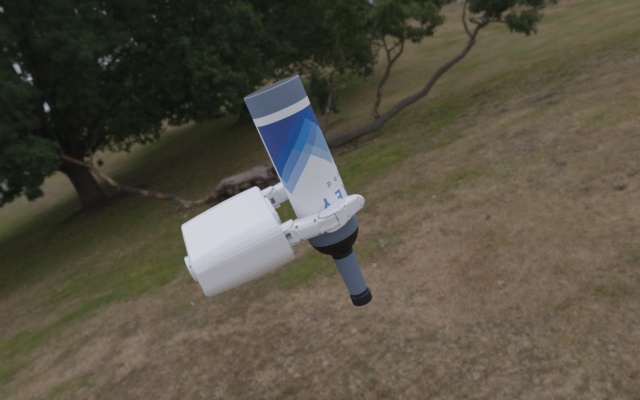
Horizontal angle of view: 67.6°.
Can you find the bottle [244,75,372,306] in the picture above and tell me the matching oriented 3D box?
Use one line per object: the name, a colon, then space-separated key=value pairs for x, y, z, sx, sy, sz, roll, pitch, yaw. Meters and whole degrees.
bottle: x=0.000 y=0.002 z=0.576 sx=0.069 sy=0.296 sz=0.069 roll=-21 pitch=19 yaw=7
